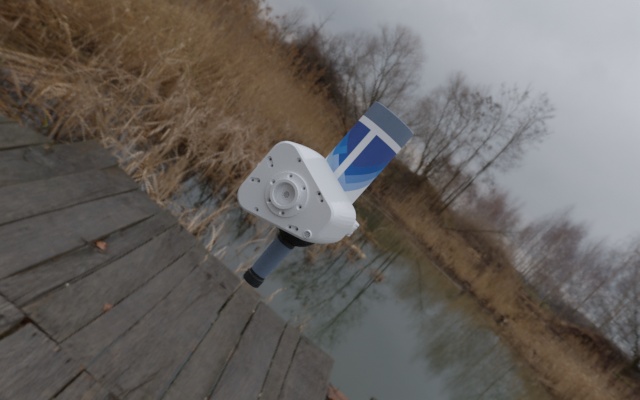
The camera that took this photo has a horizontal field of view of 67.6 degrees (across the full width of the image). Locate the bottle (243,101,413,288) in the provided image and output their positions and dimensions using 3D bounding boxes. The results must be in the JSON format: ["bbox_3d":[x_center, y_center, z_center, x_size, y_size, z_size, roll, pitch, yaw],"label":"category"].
[{"bbox_3d":[0.000,0.002,0.641,0.069,0.296,0.069,41,7,-6],"label":"bottle"}]
